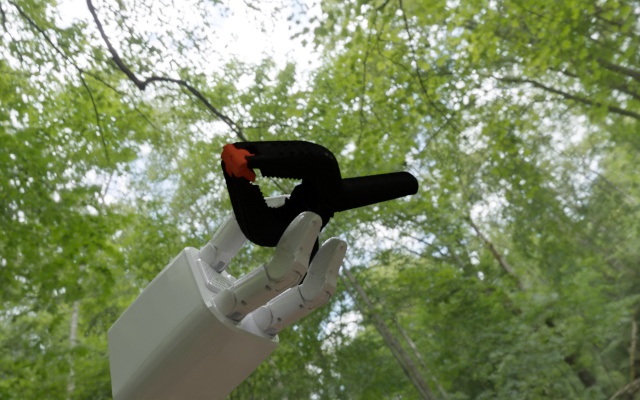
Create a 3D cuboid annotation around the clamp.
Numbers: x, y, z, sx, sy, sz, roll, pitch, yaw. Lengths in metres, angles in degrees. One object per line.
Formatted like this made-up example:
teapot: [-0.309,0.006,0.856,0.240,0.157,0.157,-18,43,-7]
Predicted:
clamp: [-0.001,0.001,0.404,0.036,0.164,0.210,44,-1,38]
